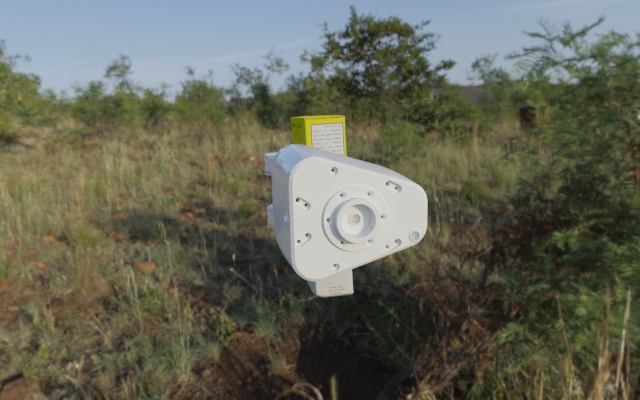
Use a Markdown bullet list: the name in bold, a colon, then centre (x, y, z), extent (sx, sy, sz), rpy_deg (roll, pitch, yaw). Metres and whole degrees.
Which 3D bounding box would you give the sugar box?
- **sugar box**: centre (0.000, 0.002, 0.495), extent (0.048, 0.176, 0.093), rpy_deg (-3, 10, -10)
